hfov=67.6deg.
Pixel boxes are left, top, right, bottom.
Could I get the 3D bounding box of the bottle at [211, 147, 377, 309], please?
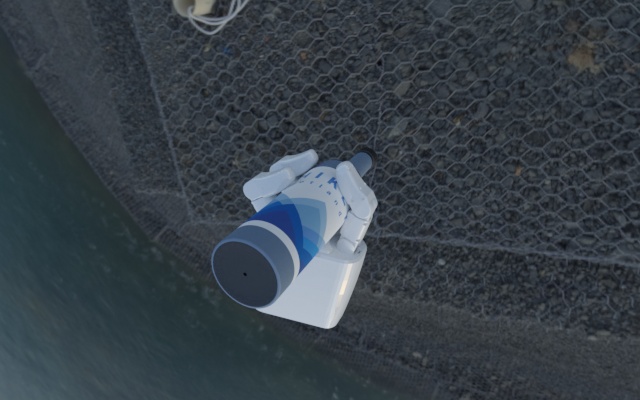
[{"bbox_3d":[0.000,0.002,0.507,0.069,0.069,0.295,0,24,27],"label":"bottle"}]
